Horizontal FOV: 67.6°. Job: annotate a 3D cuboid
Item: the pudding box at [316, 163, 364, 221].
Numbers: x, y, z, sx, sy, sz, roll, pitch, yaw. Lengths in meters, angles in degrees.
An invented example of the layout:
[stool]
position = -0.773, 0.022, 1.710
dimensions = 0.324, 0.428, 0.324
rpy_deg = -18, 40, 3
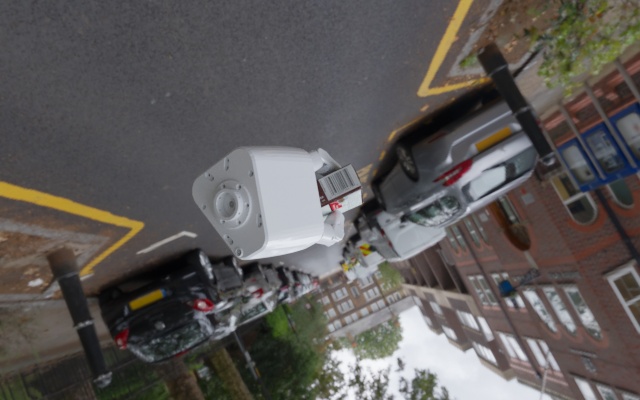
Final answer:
[pudding box]
position = 0.000, 0.002, 0.630
dimensions = 0.113, 0.039, 0.090
rpy_deg = -24, -13, 0
